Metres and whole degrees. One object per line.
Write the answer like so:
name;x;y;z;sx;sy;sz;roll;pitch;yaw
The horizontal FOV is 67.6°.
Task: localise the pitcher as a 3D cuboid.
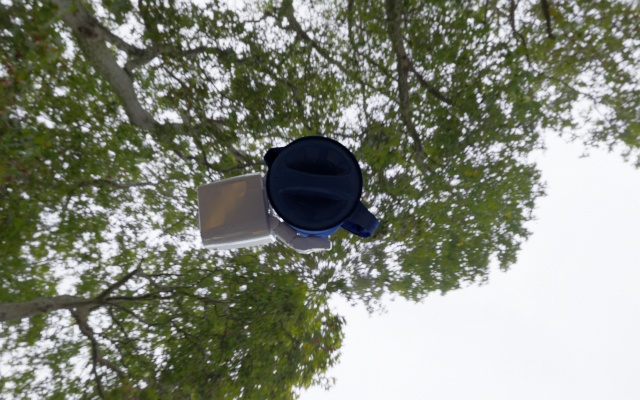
pitcher;0.000;0.002;0.757;0.145;0.149;0.243;-12;-10;-2
